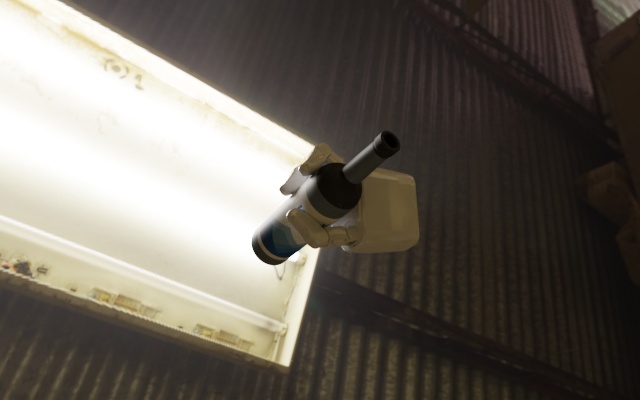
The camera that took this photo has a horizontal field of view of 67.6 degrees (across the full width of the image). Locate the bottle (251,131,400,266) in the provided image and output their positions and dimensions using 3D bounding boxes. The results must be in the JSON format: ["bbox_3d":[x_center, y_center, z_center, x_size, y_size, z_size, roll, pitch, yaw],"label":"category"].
[{"bbox_3d":[0.000,0.002,0.626,0.069,0.069,0.296,0,-27,-36],"label":"bottle"}]
